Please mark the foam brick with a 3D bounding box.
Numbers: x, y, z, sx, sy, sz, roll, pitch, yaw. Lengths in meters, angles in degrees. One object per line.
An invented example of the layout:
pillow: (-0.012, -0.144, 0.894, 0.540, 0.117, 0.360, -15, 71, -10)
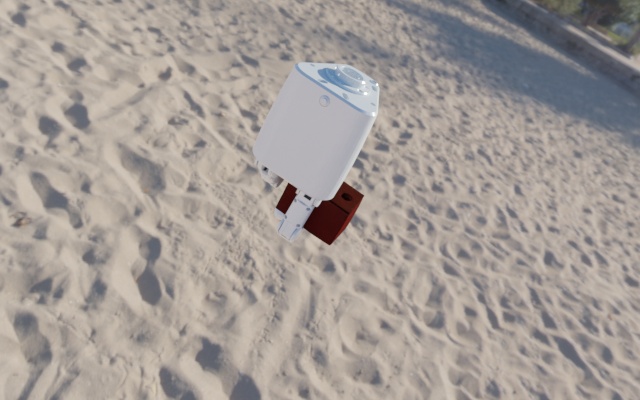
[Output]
foam brick: (0.000, 0.002, 0.538, 0.078, 0.051, 0.053, 34, 31, 7)
